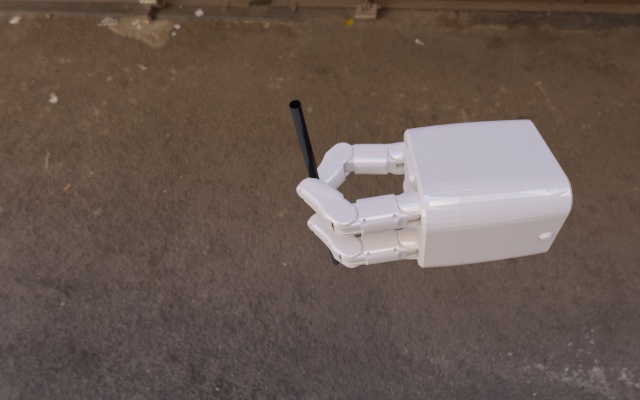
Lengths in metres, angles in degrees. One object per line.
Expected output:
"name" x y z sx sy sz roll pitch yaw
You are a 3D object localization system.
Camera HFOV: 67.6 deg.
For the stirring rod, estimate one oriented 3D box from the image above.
"stirring rod" 0.000 0.001 0.414 0.011 0.011 0.240 0 -32 9
